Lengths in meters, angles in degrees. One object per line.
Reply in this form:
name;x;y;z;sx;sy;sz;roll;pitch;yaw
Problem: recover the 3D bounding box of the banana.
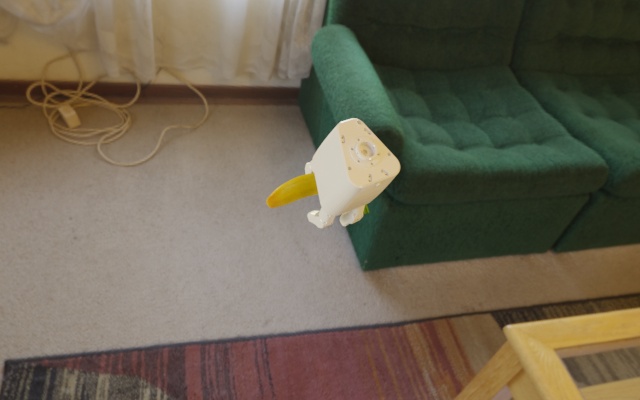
banana;0.005;-0.016;0.820;0.198;0.069;0.037;5;0;-24
